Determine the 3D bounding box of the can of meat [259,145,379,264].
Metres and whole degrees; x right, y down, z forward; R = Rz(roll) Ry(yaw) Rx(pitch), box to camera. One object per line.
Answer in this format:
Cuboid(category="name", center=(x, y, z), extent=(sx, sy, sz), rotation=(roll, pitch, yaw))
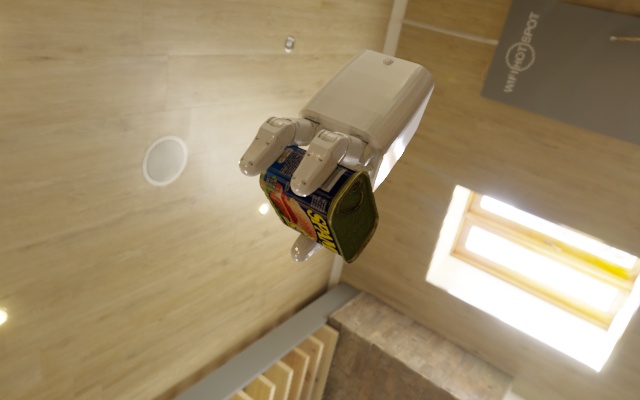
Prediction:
Cuboid(category="can of meat", center=(0.000, 0.001, 0.442), extent=(0.084, 0.057, 0.102), rotation=(27, -22, 28))
